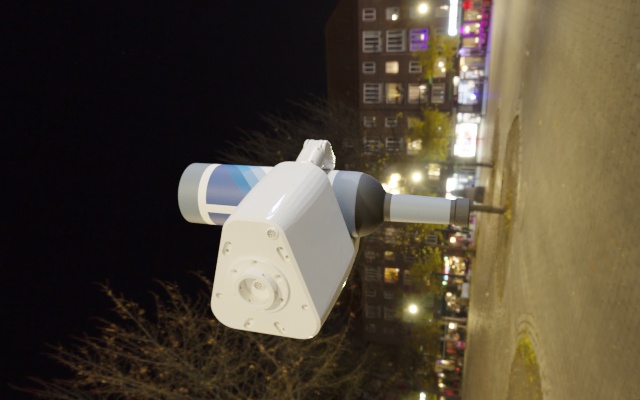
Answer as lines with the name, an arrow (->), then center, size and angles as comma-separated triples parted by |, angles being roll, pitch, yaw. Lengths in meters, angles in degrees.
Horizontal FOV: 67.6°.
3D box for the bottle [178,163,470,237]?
bottle -> 0.000, 0.002, 0.493 | 0.295, 0.069, 0.069 | 4, 1, 16
